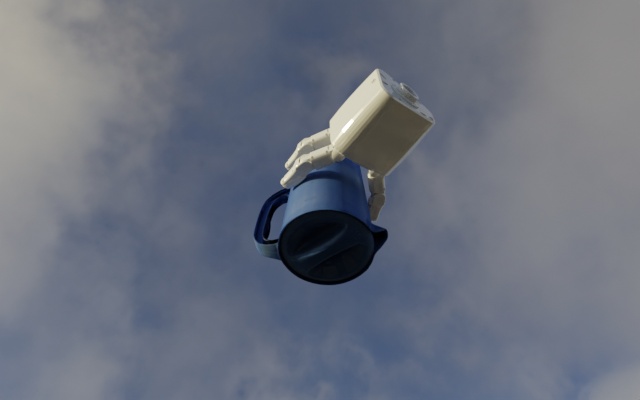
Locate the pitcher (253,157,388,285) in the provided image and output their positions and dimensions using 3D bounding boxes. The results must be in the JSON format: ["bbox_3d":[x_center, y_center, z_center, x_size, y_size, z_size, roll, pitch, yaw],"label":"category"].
[{"bbox_3d":[0.000,0.002,0.735,0.149,0.145,0.242,30,30,-18],"label":"pitcher"}]
